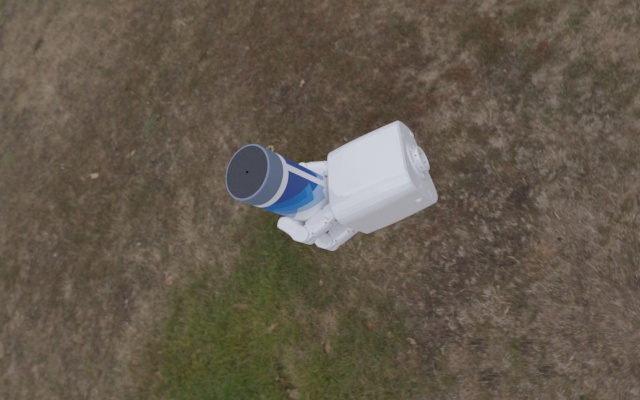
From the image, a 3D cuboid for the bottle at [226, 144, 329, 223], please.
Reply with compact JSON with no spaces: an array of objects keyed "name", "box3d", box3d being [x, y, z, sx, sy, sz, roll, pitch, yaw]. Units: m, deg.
[{"name":"bottle","box3d":[0.000,0.002,0.650,0.069,0.069,0.296,0,-13,35]}]
